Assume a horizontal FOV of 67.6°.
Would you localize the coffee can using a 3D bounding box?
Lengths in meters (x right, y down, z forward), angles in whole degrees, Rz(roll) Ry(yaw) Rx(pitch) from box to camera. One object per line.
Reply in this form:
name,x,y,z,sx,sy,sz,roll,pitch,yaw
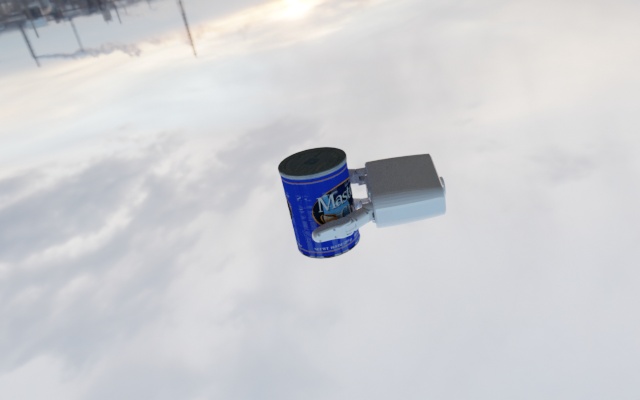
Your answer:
coffee can,0.000,0.002,0.728,0.103,0.140,0.102,-9,26,5
